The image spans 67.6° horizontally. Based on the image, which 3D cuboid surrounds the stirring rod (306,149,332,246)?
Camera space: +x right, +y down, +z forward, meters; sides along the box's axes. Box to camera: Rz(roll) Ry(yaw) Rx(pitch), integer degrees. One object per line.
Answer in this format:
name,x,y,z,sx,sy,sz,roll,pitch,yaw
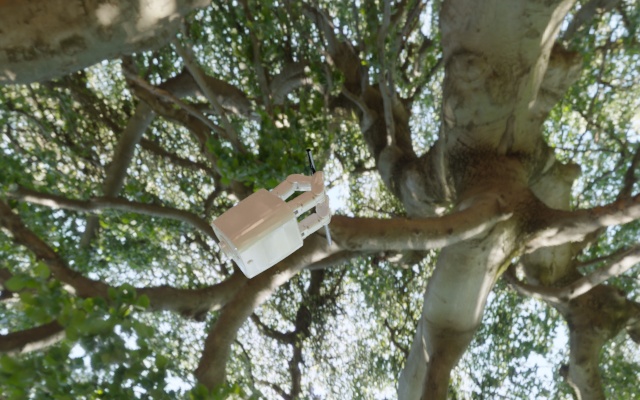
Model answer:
stirring rod,0.000,0.003,0.845,0.011,0.011,0.240,0,-43,13
